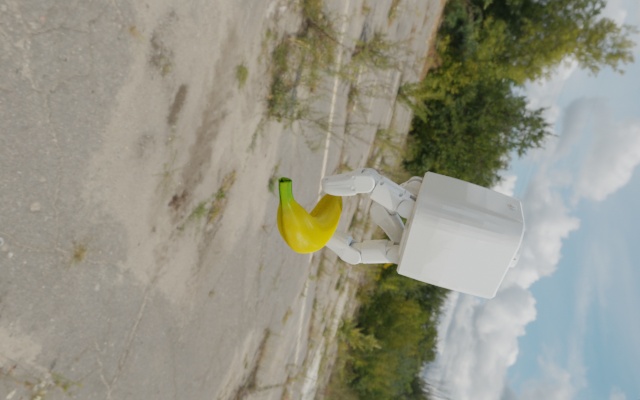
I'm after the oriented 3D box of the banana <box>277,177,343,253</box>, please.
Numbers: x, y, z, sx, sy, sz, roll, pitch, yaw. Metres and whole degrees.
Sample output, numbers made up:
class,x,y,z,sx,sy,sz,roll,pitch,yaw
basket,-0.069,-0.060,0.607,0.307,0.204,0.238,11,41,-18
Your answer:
class,x,y,z,sx,sy,sz,roll,pitch,yaw
banana,-0.006,0.020,0.497,0.037,0.069,0.198,16,1,13
